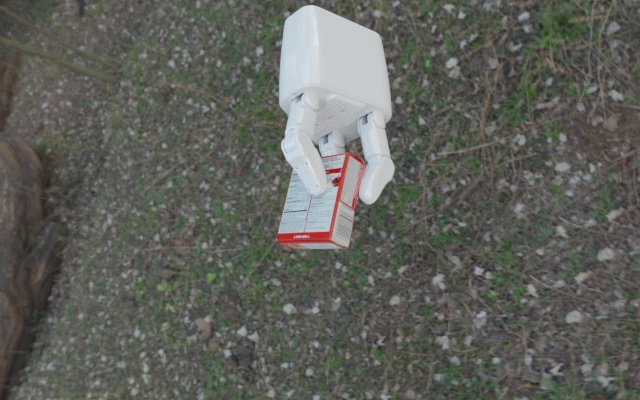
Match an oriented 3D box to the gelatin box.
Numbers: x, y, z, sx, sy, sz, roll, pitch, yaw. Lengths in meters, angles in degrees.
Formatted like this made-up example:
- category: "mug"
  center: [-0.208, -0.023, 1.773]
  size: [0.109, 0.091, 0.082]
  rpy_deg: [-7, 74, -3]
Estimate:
- category: "gelatin box"
  center: [0.000, 0.002, 0.460]
  size: [0.073, 0.089, 0.030]
  rpy_deg: [-5, -25, 43]
